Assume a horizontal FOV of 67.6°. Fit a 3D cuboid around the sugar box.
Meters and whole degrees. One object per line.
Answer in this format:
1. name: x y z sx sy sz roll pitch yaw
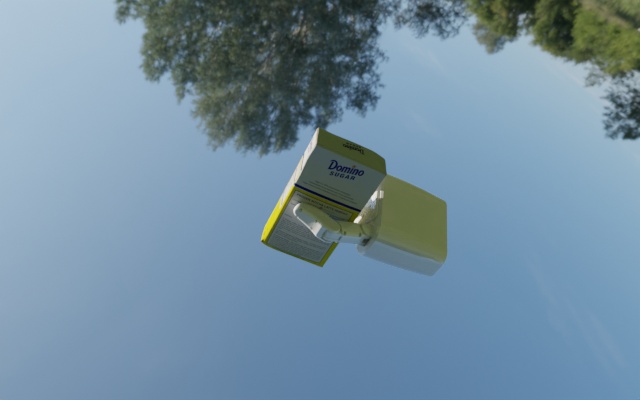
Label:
1. sugar box: 0.000 0.002 0.601 0.093 0.176 0.048 23 35 -13
